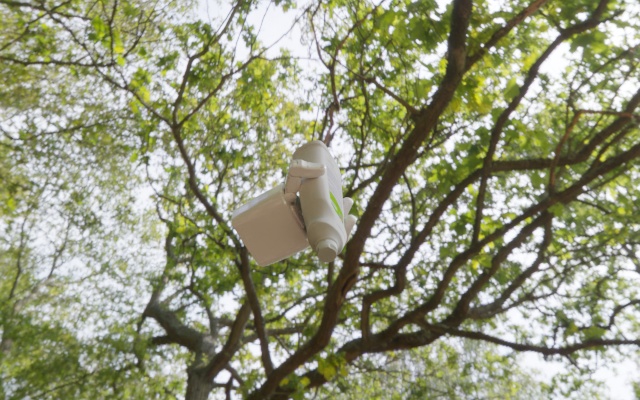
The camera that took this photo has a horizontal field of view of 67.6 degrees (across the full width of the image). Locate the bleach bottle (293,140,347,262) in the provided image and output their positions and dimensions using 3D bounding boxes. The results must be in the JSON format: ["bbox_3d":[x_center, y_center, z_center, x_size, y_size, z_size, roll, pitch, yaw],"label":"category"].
[{"bbox_3d":[0.000,0.003,0.786,0.068,0.103,0.250,-26,31,14],"label":"bleach bottle"}]
